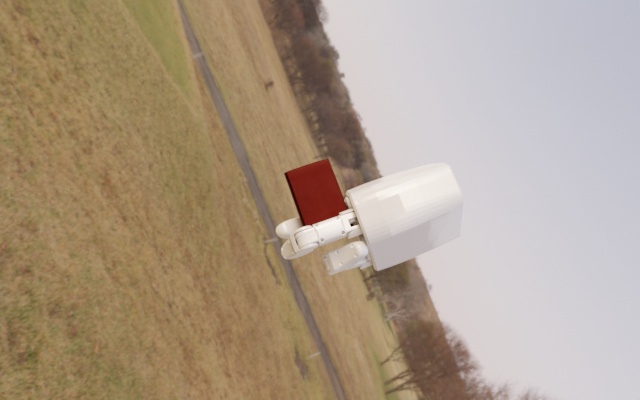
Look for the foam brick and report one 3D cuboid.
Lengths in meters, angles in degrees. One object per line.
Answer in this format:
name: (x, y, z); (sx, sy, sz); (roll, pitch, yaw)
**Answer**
foam brick: (0.000, 0.001, 0.529); (0.051, 0.078, 0.053); (-21, -14, 3)
